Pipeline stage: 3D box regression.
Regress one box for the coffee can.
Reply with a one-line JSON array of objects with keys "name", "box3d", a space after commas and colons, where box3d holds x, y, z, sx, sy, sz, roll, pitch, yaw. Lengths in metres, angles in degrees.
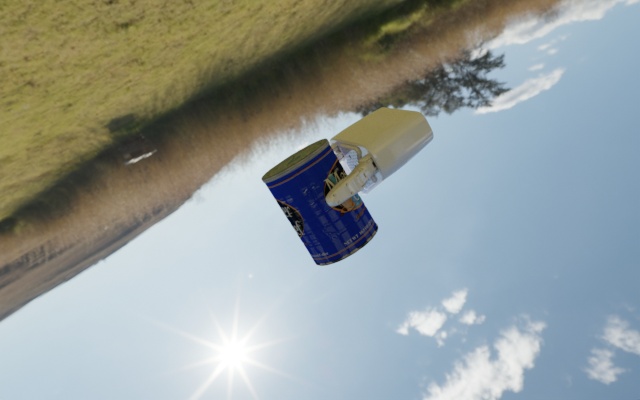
[{"name": "coffee can", "box3d": [0.000, 0.002, 0.648, 0.103, 0.140, 0.102, -30, 13, 7]}]
